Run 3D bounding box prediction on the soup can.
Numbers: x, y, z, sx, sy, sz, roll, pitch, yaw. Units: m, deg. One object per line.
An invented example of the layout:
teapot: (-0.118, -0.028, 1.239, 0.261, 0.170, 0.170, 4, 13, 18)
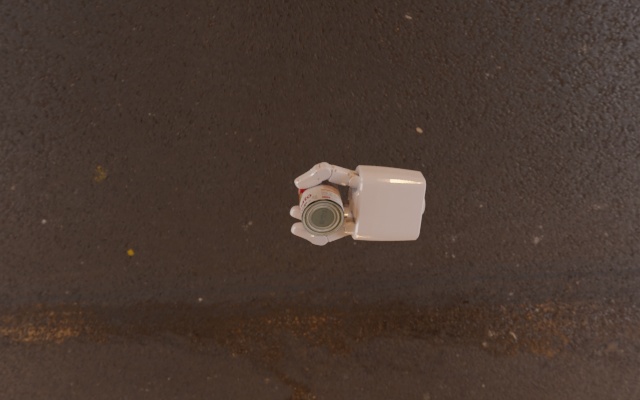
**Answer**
soup can: (0.000, 0.003, 0.764, 0.068, 0.068, 0.102, 0, 31, -5)
